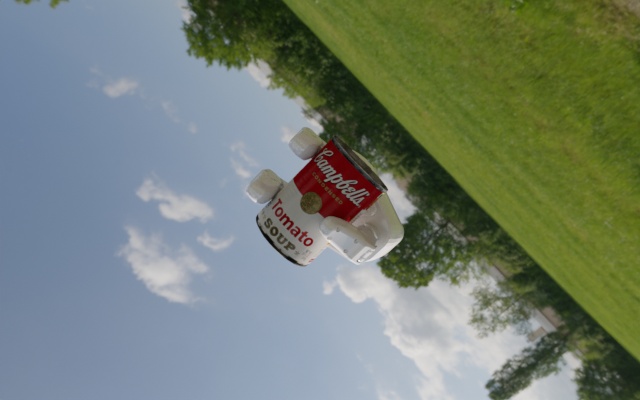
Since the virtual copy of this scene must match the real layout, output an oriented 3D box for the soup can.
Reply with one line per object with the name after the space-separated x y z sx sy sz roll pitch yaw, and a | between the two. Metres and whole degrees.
0.000 0.002 0.427 0.102 0.068 0.068 -44 -11 11 | soup can
